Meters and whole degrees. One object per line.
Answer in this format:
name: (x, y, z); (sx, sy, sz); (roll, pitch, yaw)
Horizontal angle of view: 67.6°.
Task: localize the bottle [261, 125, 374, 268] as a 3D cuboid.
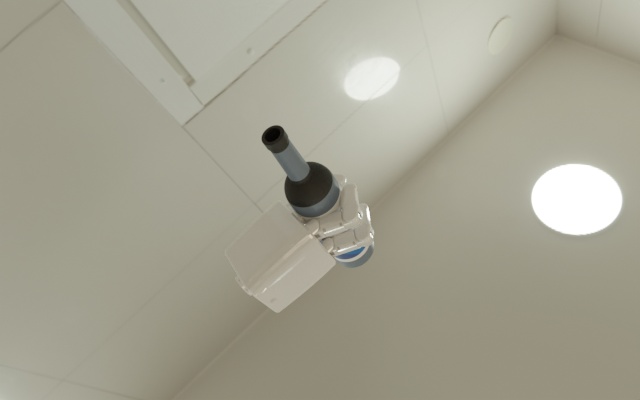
bottle: (0.000, 0.002, 0.633); (0.069, 0.069, 0.296); (0, -30, 24)
